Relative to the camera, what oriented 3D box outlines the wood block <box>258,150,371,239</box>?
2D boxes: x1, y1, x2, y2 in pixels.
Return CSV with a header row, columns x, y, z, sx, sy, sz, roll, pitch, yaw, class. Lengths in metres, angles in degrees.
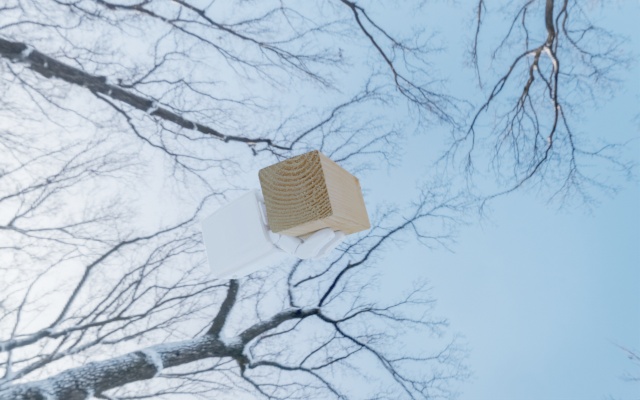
x,y,z,sx,sy,sz,roll,pitch,yaw,class
0.000,0.002,0.705,0.090,0.090,0.206,-18,-13,16,wood block
